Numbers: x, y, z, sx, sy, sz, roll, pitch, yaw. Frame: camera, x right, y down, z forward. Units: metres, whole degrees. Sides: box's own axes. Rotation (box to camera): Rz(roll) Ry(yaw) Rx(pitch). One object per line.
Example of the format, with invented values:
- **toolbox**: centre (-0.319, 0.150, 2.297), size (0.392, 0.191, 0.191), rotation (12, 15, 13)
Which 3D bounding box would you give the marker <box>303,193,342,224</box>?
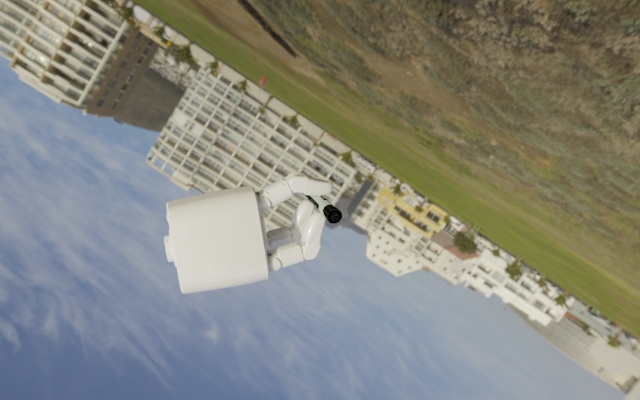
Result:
- **marker**: centre (0.000, 0.002, 0.610), size (0.020, 0.020, 0.121), rotation (0, 18, -18)
